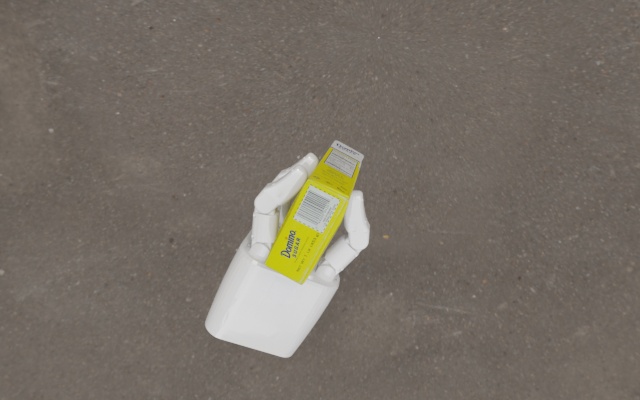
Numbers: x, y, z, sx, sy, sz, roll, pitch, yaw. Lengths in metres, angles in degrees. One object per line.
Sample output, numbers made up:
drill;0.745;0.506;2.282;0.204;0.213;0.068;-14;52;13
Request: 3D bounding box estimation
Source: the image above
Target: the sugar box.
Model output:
sugar box;0.000;0.001;0.483;0.048;0.093;0.176;28;19;-3
